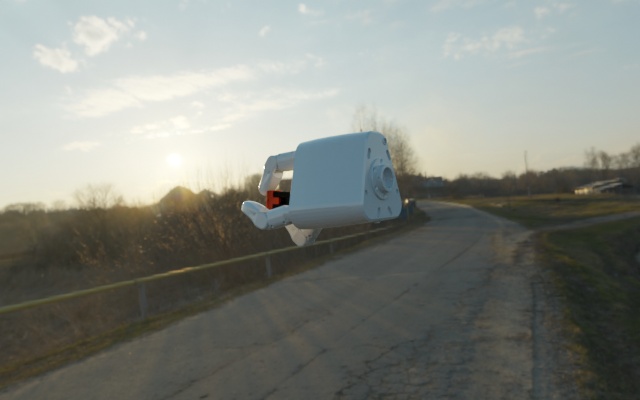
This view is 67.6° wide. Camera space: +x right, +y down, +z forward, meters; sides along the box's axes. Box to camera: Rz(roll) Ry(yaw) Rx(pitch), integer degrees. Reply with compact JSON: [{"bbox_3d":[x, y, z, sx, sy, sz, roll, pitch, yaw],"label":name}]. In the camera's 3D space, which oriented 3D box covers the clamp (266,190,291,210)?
[{"bbox_3d":[0.000,0.002,0.691,0.120,0.039,0.171,-6,-2,38],"label":"clamp"}]
